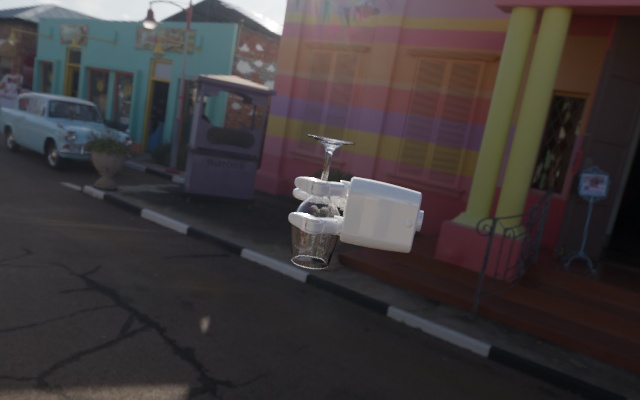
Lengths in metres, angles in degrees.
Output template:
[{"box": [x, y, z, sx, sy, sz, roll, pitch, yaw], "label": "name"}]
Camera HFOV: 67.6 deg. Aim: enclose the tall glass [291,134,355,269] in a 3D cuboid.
[{"box": [0.000, 0.002, 0.747, 0.079, 0.201, 0.079, 10, 9, -2], "label": "tall glass"}]
